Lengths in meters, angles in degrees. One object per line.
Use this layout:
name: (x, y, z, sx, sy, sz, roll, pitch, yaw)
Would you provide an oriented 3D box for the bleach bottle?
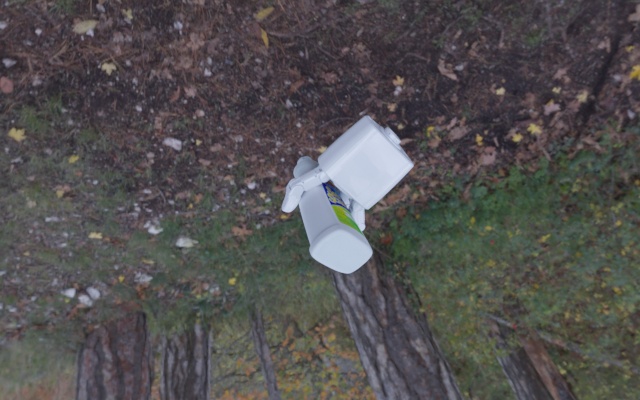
bleach bottle: (0.000, 0.003, 0.794, 0.103, 0.068, 0.250, 34, 21, -38)
